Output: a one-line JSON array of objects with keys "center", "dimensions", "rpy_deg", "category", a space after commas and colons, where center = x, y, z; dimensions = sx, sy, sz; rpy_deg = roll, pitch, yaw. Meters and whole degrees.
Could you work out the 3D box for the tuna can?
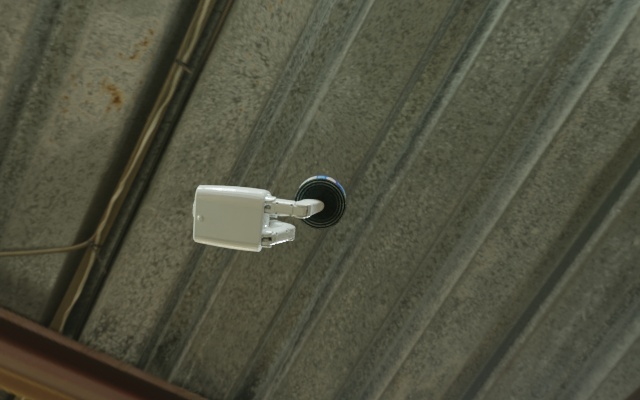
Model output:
[{"center": [0.000, 0.002, 0.788], "dimensions": [0.086, 0.086, 0.033], "rpy_deg": [0, 13, 3], "category": "tuna can"}]
